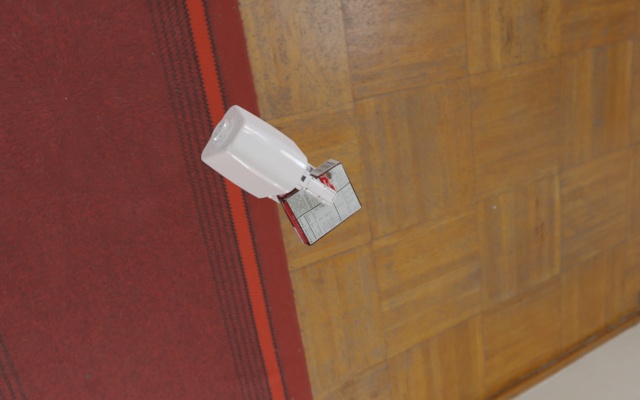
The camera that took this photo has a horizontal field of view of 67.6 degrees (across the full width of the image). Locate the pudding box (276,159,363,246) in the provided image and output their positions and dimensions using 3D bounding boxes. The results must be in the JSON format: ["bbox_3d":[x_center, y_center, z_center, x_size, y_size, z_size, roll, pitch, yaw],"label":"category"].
[{"bbox_3d":[0.000,0.002,0.743,0.113,0.090,0.039,-34,25,-18],"label":"pudding box"}]
